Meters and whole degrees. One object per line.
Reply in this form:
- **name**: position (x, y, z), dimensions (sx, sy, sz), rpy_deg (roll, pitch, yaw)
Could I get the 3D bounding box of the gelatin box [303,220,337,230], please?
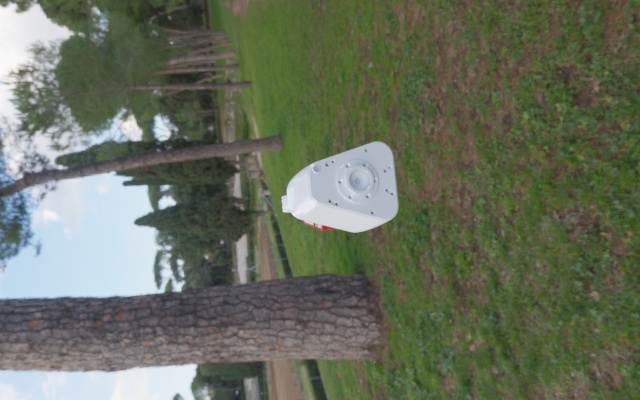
- **gelatin box**: position (0.000, 0.002, 0.713), dimensions (0.030, 0.073, 0.089), rpy_deg (-3, 6, -20)
